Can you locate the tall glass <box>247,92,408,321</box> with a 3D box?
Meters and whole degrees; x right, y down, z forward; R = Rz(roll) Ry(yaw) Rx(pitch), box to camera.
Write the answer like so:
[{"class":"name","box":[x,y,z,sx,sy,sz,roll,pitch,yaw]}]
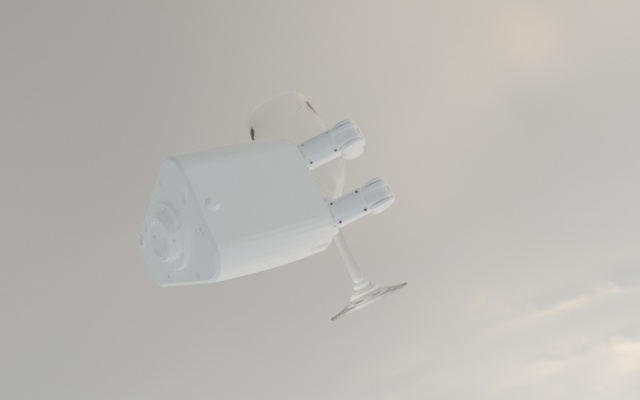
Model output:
[{"class":"tall glass","box":[0.000,0.002,0.436,0.079,0.201,0.079,-25,-12,-6]}]
